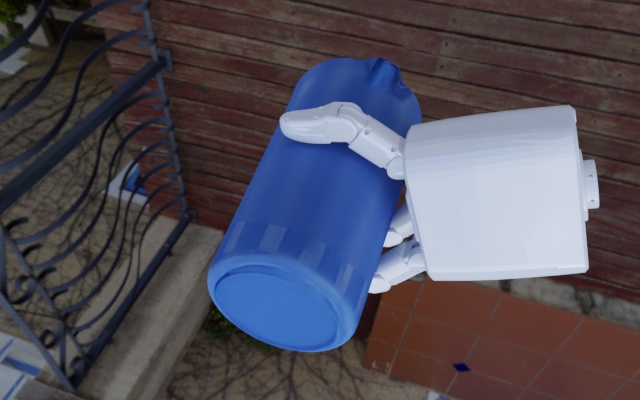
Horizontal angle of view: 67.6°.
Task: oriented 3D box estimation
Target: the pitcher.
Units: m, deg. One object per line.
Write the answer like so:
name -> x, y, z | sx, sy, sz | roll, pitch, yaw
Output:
pitcher -> 0.000, 0.001, 0.408 | 0.145, 0.149, 0.242 | -5, 40, 26
